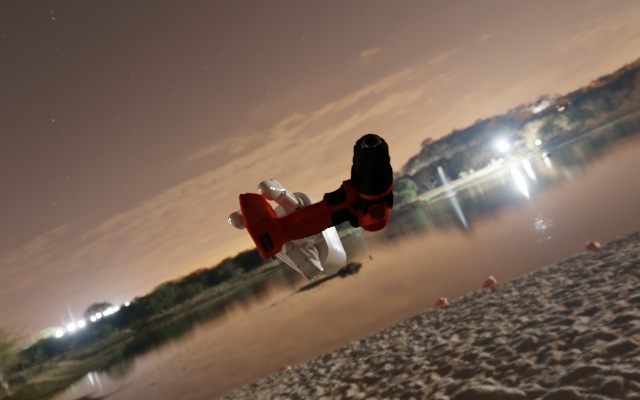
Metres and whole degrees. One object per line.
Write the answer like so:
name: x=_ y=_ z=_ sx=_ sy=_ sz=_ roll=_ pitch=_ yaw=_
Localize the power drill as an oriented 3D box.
power drill: x=0.000 y=0.002 z=0.590 sx=0.187 sy=0.057 sz=0.185 roll=-15 pitch=-33 yaw=-2
